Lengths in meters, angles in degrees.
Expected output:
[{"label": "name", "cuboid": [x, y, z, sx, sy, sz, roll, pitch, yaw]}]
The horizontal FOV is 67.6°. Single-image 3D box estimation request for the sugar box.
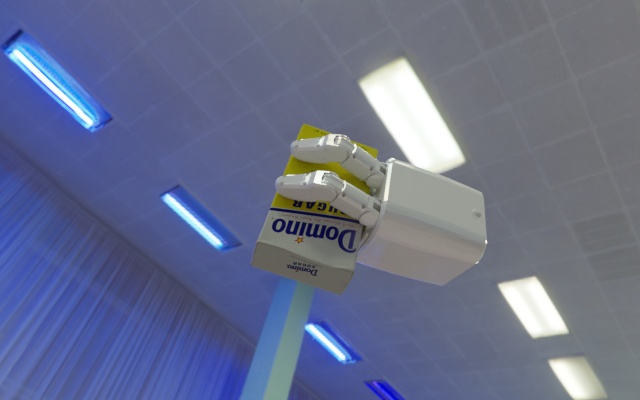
[{"label": "sugar box", "cuboid": [0.000, 0.001, 0.488, 0.093, 0.176, 0.048, 18, -45, -3]}]
